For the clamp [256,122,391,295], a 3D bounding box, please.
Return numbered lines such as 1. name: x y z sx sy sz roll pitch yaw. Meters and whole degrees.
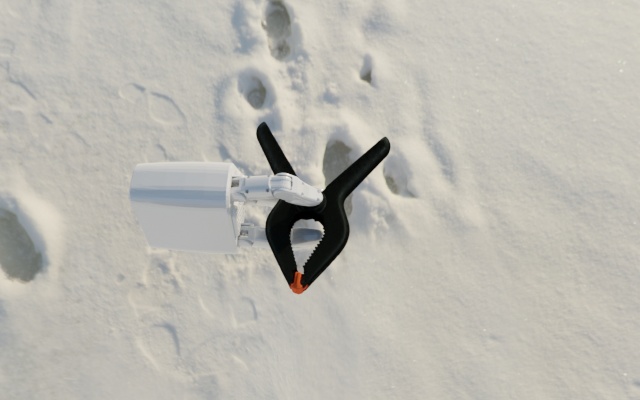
1. clamp: 0.000 0.002 0.548 0.164 0.210 0.036 1 -24 3
